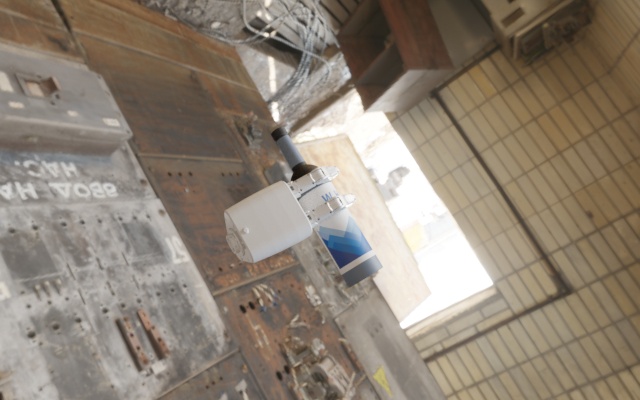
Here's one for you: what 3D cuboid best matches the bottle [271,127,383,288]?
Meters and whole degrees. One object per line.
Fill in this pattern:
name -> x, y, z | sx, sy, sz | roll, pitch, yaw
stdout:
bottle -> 0.000, 0.003, 0.810 | 0.069, 0.295, 0.069 | -30, -9, -6
